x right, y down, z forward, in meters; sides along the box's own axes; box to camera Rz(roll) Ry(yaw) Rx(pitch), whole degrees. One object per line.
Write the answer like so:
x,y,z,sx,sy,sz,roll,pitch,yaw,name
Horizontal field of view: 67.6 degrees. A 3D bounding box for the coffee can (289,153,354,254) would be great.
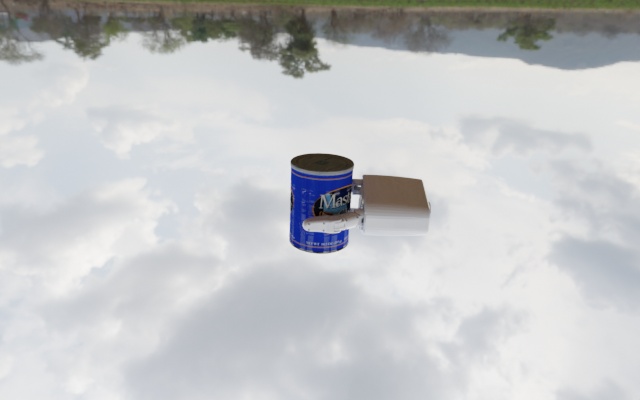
0.000,0.002,0.789,0.103,0.140,0.102,2,21,-1,coffee can
